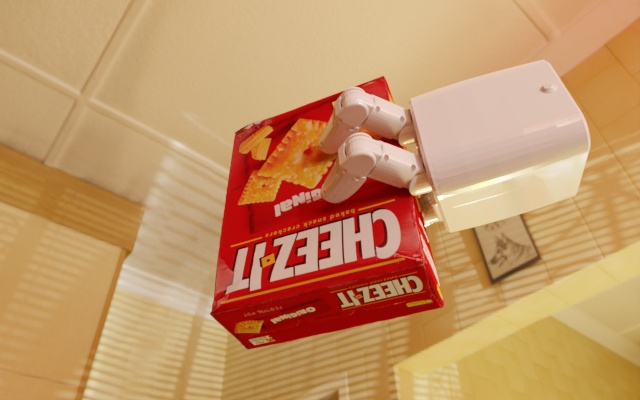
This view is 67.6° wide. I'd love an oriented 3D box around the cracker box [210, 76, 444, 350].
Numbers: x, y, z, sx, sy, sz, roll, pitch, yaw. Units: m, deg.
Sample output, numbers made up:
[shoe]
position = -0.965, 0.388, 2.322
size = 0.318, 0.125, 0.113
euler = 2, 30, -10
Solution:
[cracker box]
position = 0.000, 0.001, 0.415
size = 0.164, 0.213, 0.072
euler = -17, -44, 15
